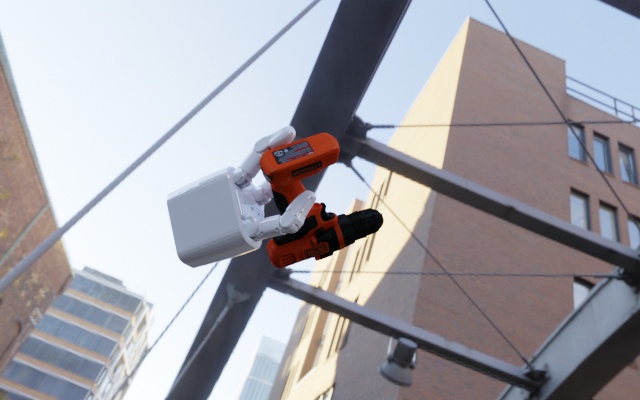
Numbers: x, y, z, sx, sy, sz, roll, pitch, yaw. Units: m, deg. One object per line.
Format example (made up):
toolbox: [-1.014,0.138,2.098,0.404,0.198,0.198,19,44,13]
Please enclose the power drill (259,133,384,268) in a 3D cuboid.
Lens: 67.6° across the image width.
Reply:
power drill: [0.000,0.002,0.678,0.184,0.188,0.057,-20,37,-12]
